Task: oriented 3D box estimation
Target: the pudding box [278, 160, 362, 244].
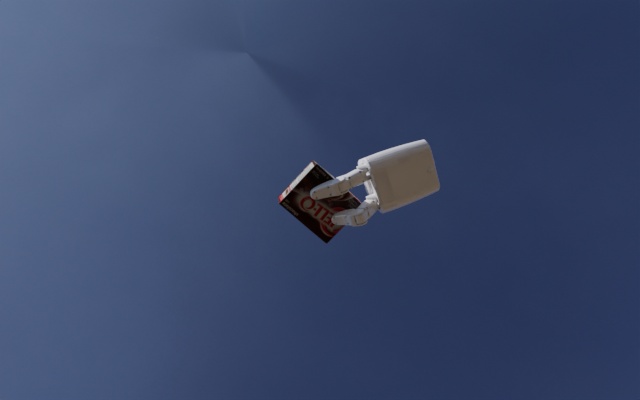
[{"bbox_3d":[0.000,0.002,0.786,0.113,0.090,0.039,41,8,-18],"label":"pudding box"}]
